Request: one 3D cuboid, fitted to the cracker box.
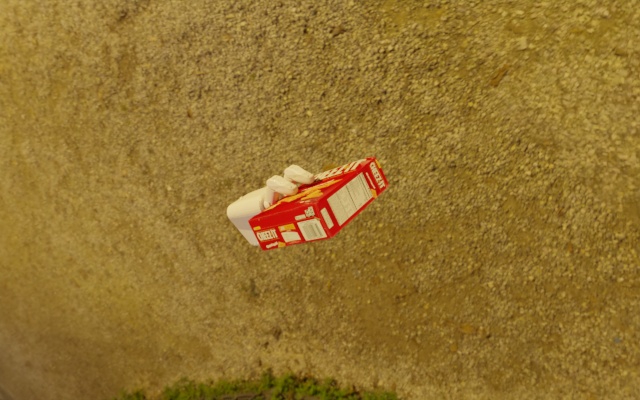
[{"bbox_3d":[0.000,0.003,0.861,0.164,0.072,0.213,-15,16,40],"label":"cracker box"}]
